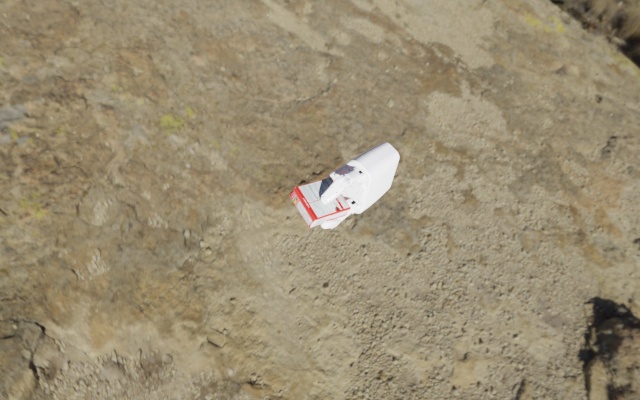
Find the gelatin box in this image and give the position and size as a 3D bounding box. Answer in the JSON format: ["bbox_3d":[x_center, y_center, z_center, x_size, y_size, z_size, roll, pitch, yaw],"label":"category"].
[{"bbox_3d":[0.000,0.003,0.860,0.089,0.073,0.030,-17,-24,-37],"label":"gelatin box"}]
